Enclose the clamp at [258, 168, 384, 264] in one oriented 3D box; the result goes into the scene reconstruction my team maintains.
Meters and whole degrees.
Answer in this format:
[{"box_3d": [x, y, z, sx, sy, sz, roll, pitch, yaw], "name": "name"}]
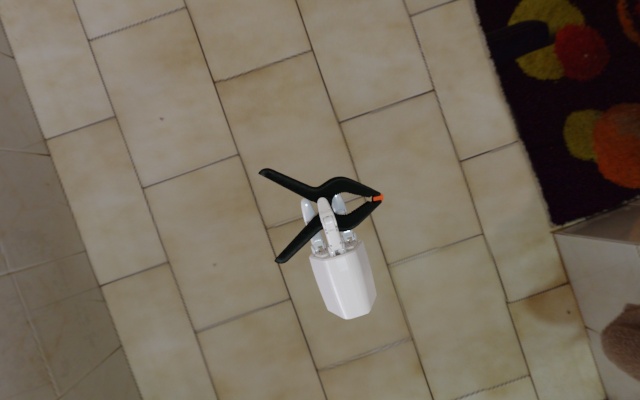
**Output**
[{"box_3d": [0.001, 0.003, 0.814, 0.210, 0.164, 0.036, -17, 5, -1], "name": "clamp"}]
